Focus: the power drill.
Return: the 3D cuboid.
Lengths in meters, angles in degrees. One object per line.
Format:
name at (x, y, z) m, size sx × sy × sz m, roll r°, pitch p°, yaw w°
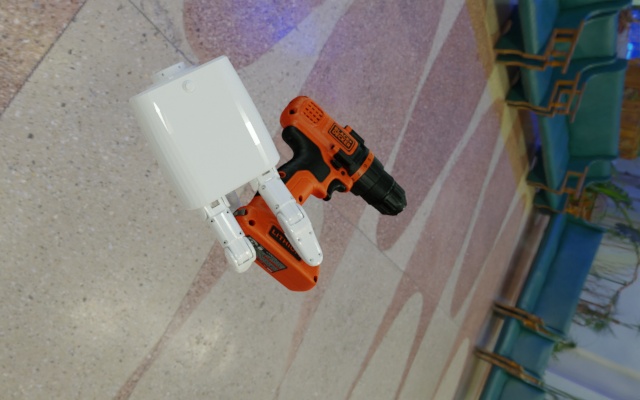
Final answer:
power drill at (0.000, 0.002, 0.515) m, size 0.184 × 0.187 × 0.057 m, roll 40°, pitch -35°, yaw -13°
